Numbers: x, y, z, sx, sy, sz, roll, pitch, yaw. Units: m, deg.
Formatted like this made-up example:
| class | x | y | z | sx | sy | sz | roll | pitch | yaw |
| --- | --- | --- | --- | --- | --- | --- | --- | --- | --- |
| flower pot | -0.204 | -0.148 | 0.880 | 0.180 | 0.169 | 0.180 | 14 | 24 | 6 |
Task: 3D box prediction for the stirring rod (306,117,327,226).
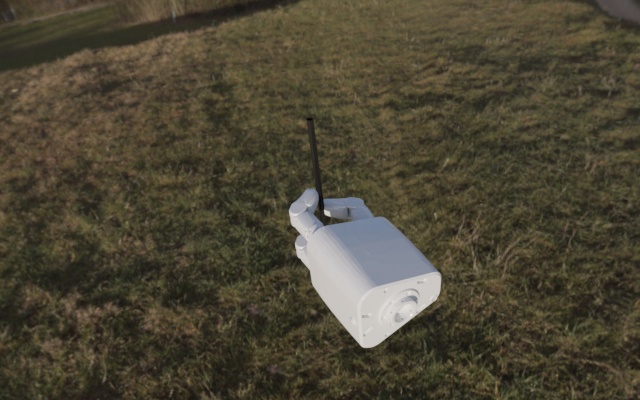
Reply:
| class | x | y | z | sx | sy | sz | roll | pitch | yaw |
| --- | --- | --- | --- | --- | --- | --- | --- | --- | --- |
| stirring rod | 0.000 | 0.002 | 0.611 | 0.011 | 0.240 | 0.011 | -5 | 38 | 4 |
